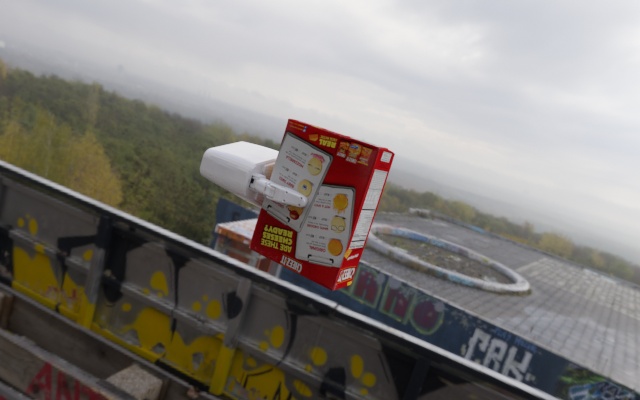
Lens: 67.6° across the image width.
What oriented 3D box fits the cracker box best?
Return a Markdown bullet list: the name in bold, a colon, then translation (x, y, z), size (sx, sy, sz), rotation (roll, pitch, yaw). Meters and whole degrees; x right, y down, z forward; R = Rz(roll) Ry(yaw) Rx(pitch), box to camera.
- **cracker box**: translation (0.000, 0.002, 0.721), size (0.164, 0.214, 0.072), rotation (22, 10, 29)
